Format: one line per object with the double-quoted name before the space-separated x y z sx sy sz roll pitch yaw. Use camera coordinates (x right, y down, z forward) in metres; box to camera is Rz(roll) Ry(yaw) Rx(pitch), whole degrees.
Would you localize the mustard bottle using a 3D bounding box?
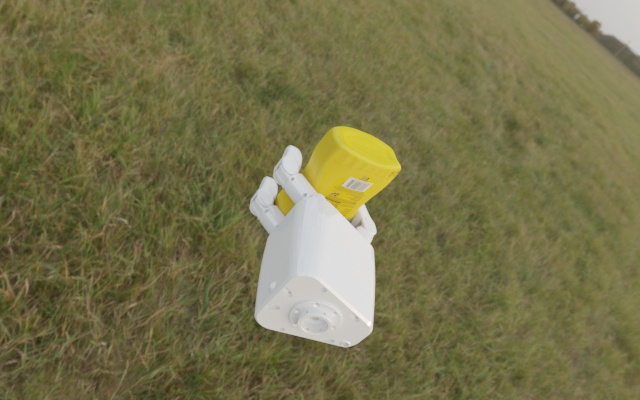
"mustard bottle" 0.000 0.001 0.565 0.096 0.058 0.192 13 -48 -36
